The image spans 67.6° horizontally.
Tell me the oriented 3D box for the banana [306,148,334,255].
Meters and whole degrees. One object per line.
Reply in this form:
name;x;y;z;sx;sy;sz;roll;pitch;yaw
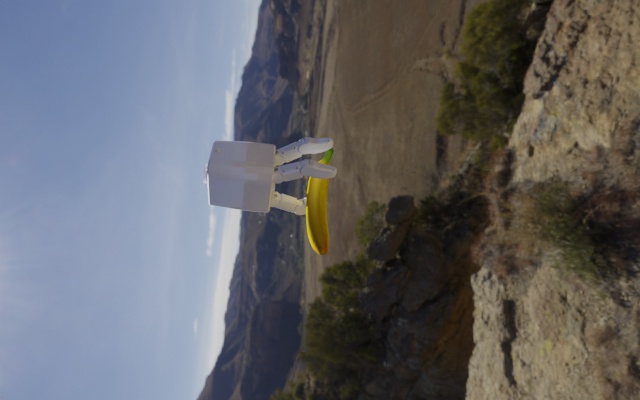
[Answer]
banana;-0.003;0.008;0.798;0.037;0.197;0.070;7;-29;-9
